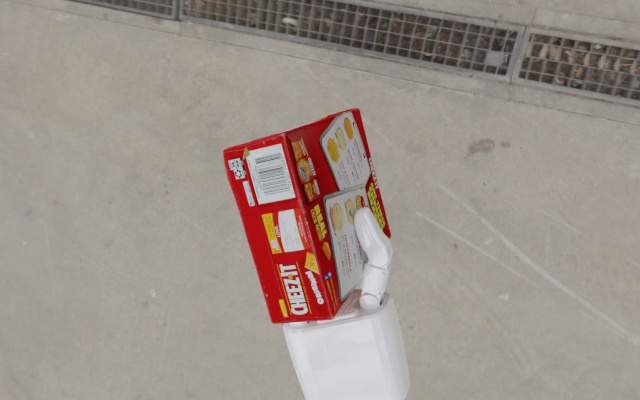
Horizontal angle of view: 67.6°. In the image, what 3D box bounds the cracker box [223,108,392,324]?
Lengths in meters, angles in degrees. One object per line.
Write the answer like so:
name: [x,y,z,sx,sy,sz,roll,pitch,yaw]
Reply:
cracker box: [0.000,0.002,0.492,0.072,0.164,0.213,-10,11,24]
